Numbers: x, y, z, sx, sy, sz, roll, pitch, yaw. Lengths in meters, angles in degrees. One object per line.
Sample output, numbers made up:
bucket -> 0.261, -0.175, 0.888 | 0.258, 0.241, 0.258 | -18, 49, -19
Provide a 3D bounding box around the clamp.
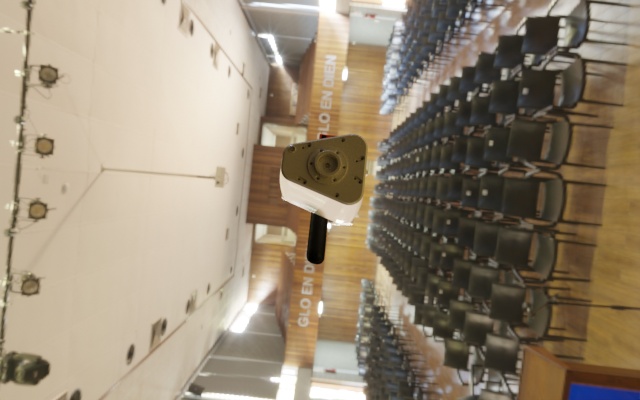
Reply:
clamp -> -0.001, 0.002, 0.751 | 0.036, 0.210, 0.164 | 7, -13, -2
